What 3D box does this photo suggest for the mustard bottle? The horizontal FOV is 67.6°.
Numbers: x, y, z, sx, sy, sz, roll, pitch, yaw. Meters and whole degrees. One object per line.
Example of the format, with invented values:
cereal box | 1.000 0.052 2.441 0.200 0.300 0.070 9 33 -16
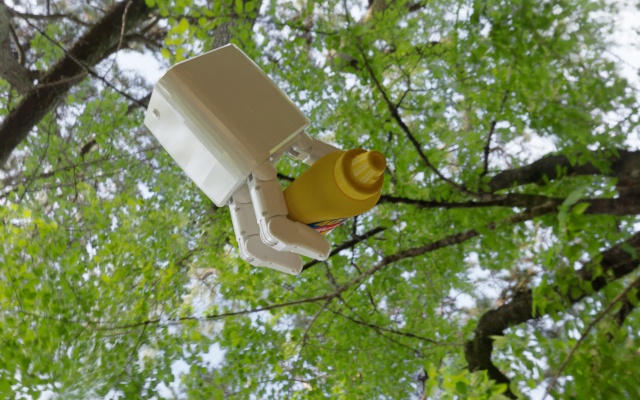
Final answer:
mustard bottle | 0.000 0.002 0.439 0.096 0.058 0.192 -15 -12 -32
